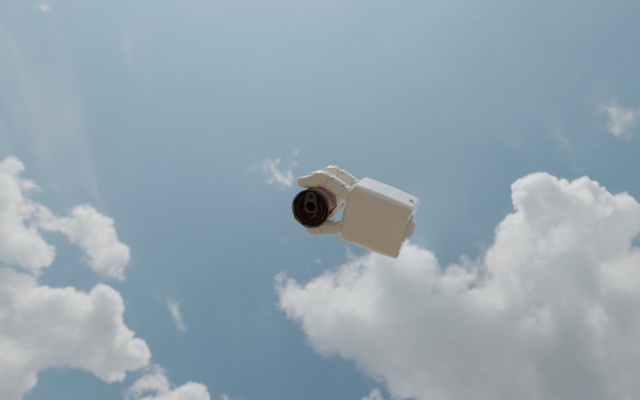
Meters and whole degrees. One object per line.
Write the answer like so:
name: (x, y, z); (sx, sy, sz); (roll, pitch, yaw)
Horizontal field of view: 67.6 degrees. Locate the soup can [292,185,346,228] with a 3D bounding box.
soup can: (0.000, 0.003, 0.858); (0.068, 0.068, 0.102); (0, 14, 21)
